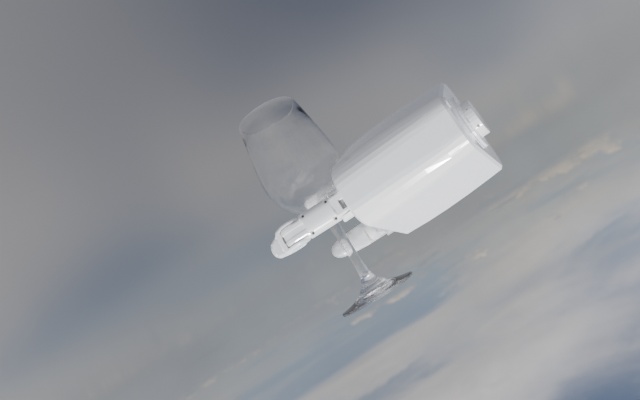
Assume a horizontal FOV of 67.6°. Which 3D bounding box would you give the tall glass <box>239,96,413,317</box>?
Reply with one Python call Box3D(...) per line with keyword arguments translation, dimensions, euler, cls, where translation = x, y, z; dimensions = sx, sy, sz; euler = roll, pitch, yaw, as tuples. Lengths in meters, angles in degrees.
Box3D(translation=(0.000, 0.002, 0.445), dimensions=(0.079, 0.201, 0.079), euler=(-31, -8, -5), cls="tall glass")
